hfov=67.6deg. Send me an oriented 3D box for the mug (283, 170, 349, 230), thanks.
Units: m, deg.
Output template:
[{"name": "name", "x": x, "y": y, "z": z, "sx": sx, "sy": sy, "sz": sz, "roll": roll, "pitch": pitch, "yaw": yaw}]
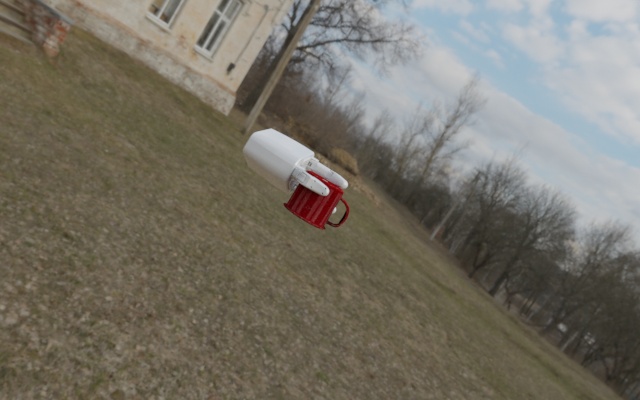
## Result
[{"name": "mug", "x": 0.001, "y": 0.004, "z": 0.898, "sx": 0.117, "sy": 0.081, "sz": 0.093, "roll": 32, "pitch": 5, "yaw": 6}]
